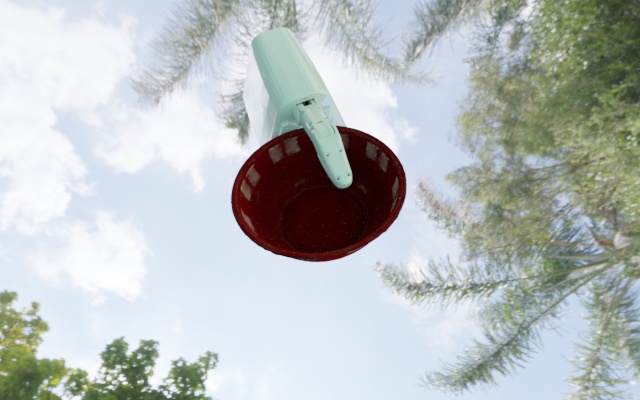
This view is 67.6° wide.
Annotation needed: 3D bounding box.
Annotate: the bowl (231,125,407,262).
[{"bbox_3d":[0.000,0.003,0.455,0.162,0.162,0.055,0,-40,8],"label":"bowl"}]
